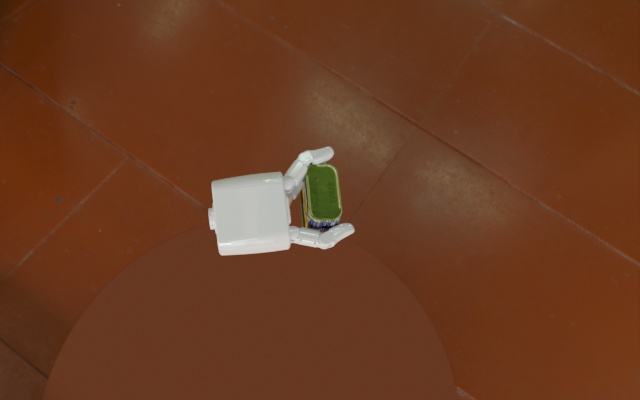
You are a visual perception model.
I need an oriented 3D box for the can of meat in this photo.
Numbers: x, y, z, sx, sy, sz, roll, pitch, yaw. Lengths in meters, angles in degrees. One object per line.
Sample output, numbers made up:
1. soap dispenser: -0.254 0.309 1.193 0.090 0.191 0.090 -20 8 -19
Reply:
1. can of meat: 0.000 0.002 0.759 0.057 0.102 0.084 -3 -23 -8
